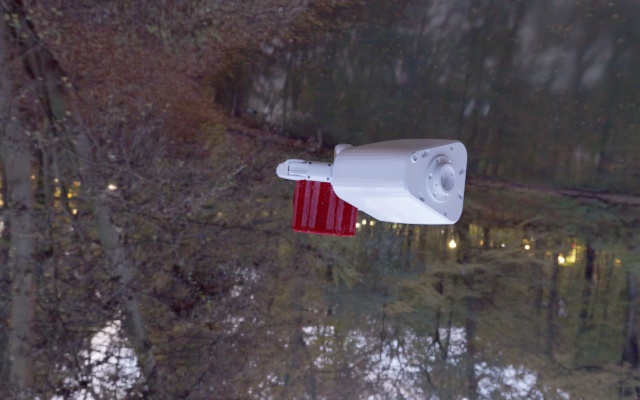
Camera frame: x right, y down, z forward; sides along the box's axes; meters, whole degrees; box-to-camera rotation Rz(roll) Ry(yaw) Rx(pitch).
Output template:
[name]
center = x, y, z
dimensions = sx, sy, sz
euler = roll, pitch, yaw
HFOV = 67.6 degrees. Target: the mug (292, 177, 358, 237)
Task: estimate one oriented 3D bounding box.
[mug]
center = -0.001, 0.002, 0.618
dimensions = 0.093, 0.081, 0.117
euler = 9, -4, -40
